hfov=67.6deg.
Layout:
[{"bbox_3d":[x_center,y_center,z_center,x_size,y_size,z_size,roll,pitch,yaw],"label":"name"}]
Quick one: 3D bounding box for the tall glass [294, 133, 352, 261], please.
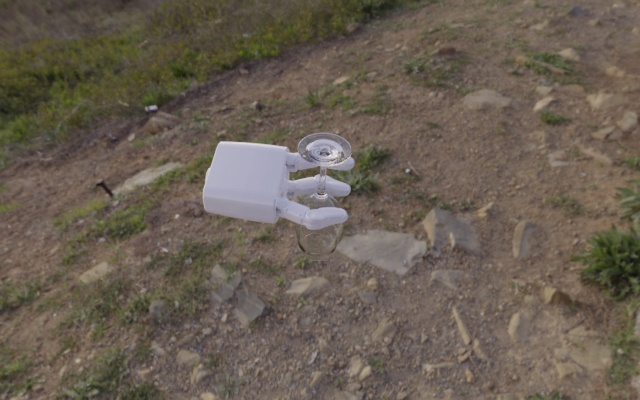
[{"bbox_3d":[0.000,0.002,0.716,0.079,0.201,0.079,2,43,-2],"label":"tall glass"}]
